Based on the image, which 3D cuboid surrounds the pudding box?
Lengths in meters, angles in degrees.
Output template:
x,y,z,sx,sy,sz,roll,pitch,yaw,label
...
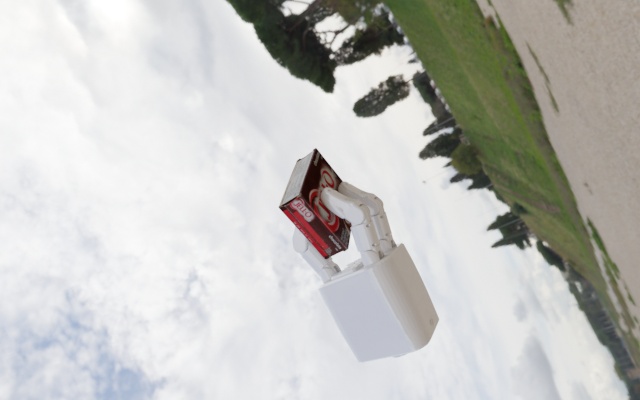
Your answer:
x,y,z,sx,sy,sz,roll,pitch,yaw,label
0.000,0.002,0.579,0.039,0.090,0.113,-29,25,24,pudding box
